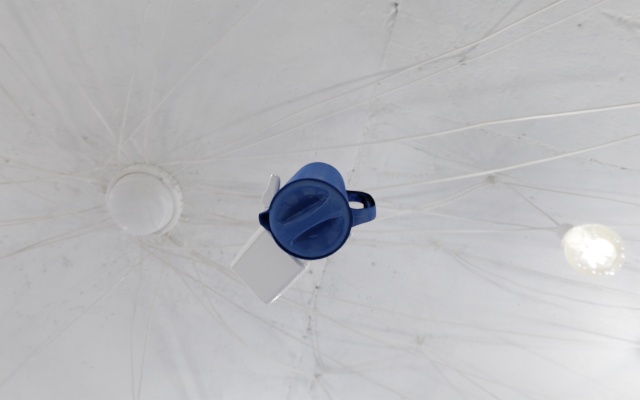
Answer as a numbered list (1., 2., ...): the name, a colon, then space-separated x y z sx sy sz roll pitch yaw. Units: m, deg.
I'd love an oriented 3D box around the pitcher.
1. pitcher: 0.000 0.003 0.848 0.149 0.145 0.242 40 13 -7
